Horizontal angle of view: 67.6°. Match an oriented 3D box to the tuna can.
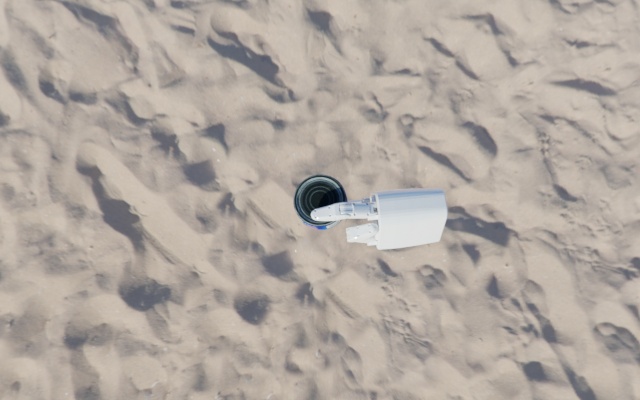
[{"bbox_3d":[0.000,0.002,0.758,0.086,0.086,0.034,0,-12,5],"label":"tuna can"}]
